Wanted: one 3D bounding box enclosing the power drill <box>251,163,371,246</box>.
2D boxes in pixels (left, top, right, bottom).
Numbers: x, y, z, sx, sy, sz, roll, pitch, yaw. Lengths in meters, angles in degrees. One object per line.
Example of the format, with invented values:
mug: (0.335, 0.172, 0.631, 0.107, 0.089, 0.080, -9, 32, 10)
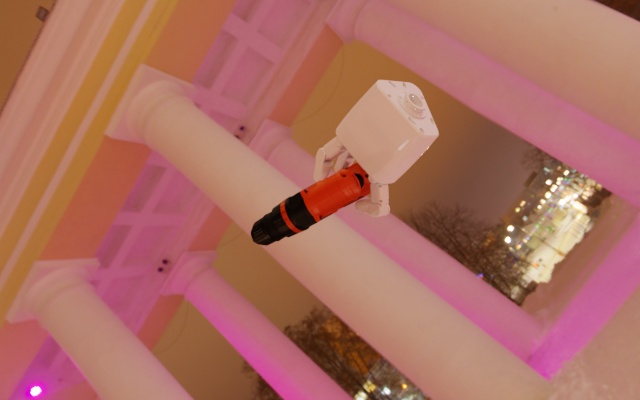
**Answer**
power drill: (0.000, 0.002, 0.732, 0.184, 0.057, 0.187, -28, 1, 25)
